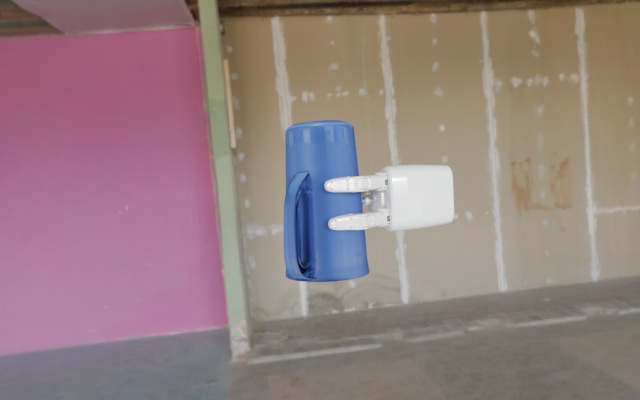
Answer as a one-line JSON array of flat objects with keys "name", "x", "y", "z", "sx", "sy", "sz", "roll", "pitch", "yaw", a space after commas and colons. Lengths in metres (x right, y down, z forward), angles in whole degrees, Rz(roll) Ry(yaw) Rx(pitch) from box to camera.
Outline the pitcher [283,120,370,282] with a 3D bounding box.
[{"name": "pitcher", "x": 0.000, "y": 0.002, "z": 0.741, "sx": 0.145, "sy": 0.243, "sz": 0.149, "roll": -4, "pitch": 2, "yaw": -14}]
